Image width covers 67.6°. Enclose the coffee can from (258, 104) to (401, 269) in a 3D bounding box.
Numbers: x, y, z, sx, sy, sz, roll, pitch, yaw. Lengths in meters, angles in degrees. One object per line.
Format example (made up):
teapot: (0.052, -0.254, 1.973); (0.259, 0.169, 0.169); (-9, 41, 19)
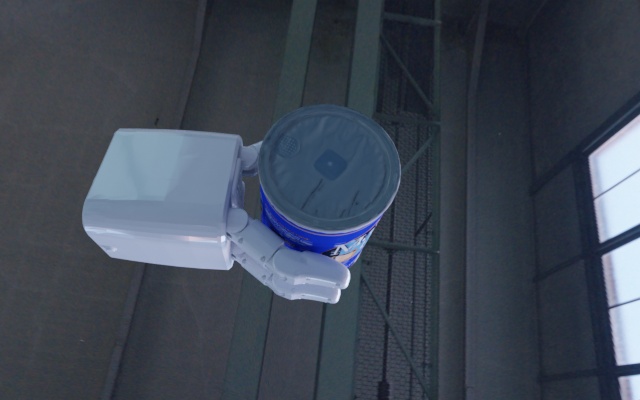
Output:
coffee can: (0.000, 0.001, 0.402); (0.103, 0.102, 0.140); (0, -24, -6)
